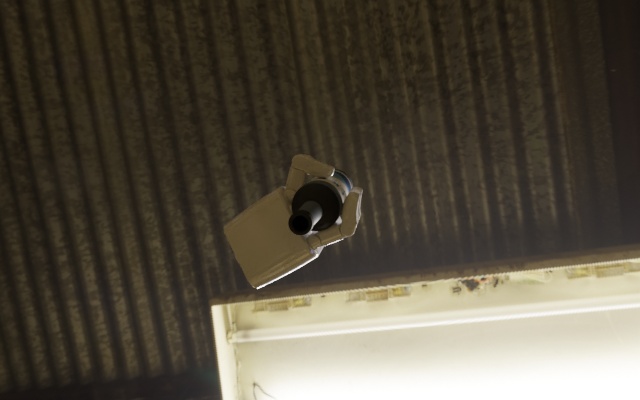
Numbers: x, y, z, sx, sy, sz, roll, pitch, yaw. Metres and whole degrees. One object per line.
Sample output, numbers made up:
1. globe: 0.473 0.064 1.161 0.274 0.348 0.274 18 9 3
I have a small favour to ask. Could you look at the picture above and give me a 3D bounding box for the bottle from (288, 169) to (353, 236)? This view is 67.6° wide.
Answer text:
1. bottle: 0.000 0.002 0.673 0.069 0.069 0.295 0 9 9
